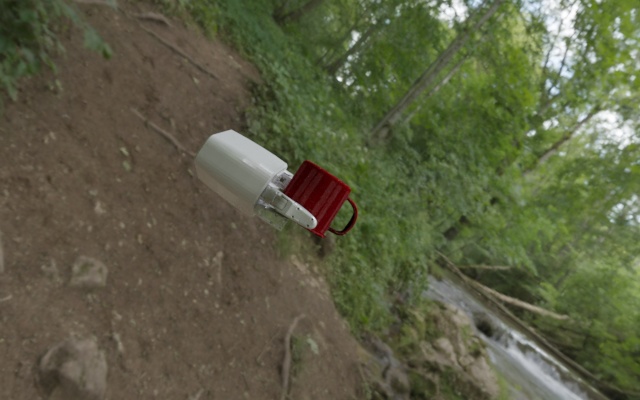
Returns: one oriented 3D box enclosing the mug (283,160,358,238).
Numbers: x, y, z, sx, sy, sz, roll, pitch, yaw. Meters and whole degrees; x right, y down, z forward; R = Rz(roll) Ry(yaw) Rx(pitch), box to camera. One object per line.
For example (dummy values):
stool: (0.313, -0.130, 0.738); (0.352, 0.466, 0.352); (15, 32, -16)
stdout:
mug: (0.001, 0.003, 0.685); (0.117, 0.081, 0.093); (33, 1, -1)
